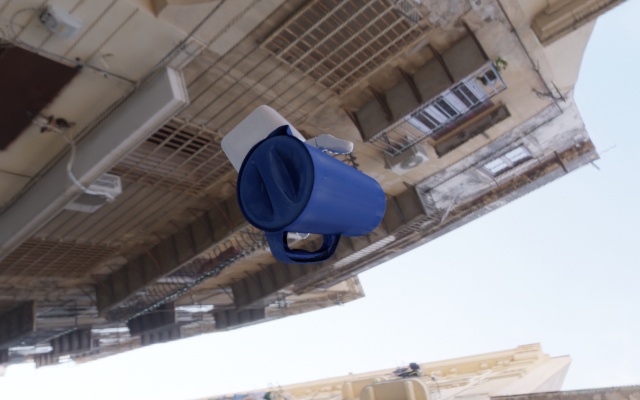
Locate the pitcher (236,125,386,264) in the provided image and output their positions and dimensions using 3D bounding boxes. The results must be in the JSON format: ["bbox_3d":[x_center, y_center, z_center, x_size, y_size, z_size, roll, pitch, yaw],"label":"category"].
[{"bbox_3d":[0.000,0.002,0.722,0.145,0.149,0.243,47,18,31],"label":"pitcher"}]
